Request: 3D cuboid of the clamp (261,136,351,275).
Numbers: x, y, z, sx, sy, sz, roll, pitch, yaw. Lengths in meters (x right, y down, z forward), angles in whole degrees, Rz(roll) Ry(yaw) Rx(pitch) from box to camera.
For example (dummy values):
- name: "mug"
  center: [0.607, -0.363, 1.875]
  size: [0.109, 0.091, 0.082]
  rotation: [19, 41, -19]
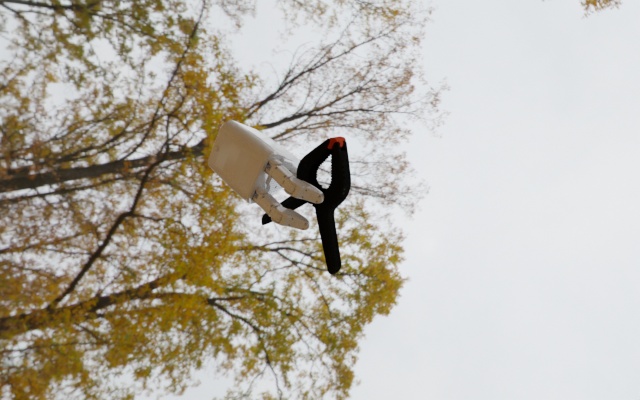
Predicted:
- name: "clamp"
  center: [0.001, 0.002, 0.743]
  size: [0.164, 0.210, 0.036]
  rotation: [39, 30, 21]
